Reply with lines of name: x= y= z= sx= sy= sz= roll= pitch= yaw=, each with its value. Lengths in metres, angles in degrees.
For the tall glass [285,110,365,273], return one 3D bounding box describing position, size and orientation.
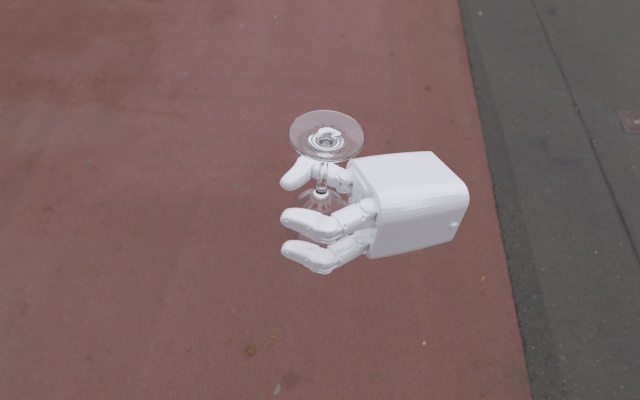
tall glass: x=0.000 y=0.001 z=0.533 sx=0.079 sy=0.079 sz=0.201 roll=0 pitch=-41 yaw=-5
